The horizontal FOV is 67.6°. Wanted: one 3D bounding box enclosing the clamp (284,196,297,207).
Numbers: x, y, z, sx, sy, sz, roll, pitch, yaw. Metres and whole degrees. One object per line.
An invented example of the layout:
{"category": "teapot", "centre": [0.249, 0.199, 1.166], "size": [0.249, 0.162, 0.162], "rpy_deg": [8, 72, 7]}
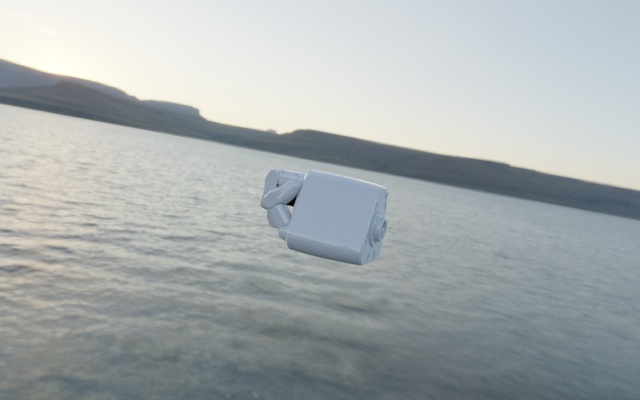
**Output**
{"category": "clamp", "centre": [0.000, 0.002, 0.751], "size": [0.120, 0.039, 0.171], "rpy_deg": [13, 5, 23]}
